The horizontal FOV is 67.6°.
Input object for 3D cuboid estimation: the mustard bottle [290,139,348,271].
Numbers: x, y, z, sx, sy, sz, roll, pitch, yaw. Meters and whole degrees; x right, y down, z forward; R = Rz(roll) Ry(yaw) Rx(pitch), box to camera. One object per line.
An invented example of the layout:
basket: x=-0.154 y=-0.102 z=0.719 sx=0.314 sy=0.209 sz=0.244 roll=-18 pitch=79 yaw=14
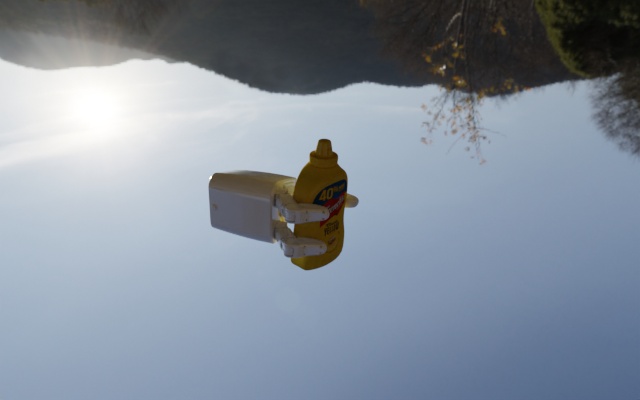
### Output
mustard bottle: x=0.000 y=0.003 z=0.701 sx=0.058 sy=0.192 sz=0.096 roll=24 pitch=33 yaw=36
